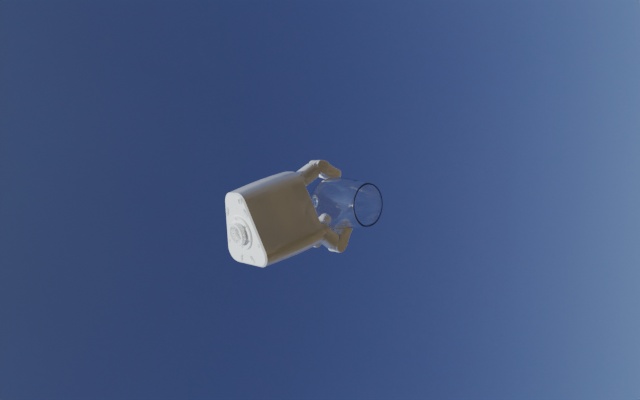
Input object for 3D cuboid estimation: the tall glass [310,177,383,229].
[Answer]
[{"bbox_3d":[0.000,0.002,0.741,0.079,0.079,0.201,0,2,-43],"label":"tall glass"}]
